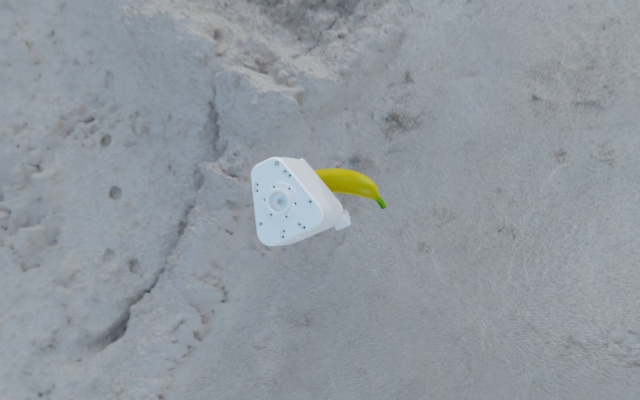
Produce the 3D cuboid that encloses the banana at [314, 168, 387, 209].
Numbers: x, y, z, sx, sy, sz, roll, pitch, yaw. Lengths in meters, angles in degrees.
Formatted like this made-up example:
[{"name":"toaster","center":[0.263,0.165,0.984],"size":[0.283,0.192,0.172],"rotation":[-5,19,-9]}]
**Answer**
[{"name":"banana","center":[0.002,-0.016,0.744],"size":[0.198,0.070,0.037],"rotation":[0,15,10]}]
